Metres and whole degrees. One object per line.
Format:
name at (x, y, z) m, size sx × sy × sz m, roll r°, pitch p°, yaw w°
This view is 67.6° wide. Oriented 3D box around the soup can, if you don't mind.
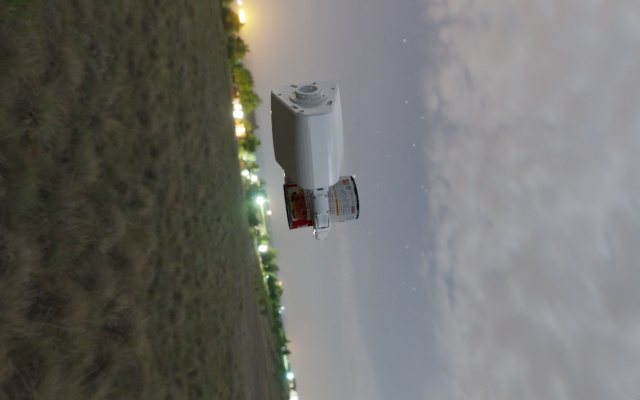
soup can at (0.000, 0.003, 0.701) m, size 0.102 × 0.068 × 0.068 m, roll -8°, pitch 1°, yaw -7°
